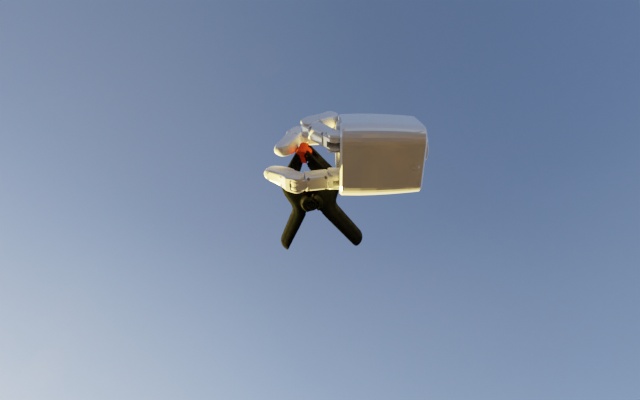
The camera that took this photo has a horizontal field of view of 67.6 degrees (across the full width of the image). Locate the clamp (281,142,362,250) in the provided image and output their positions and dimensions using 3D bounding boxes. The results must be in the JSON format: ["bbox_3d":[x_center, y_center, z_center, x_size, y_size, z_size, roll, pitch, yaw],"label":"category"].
[{"bbox_3d":[0.000,0.002,0.668,0.120,0.172,0.039,0,36,1],"label":"clamp"}]
